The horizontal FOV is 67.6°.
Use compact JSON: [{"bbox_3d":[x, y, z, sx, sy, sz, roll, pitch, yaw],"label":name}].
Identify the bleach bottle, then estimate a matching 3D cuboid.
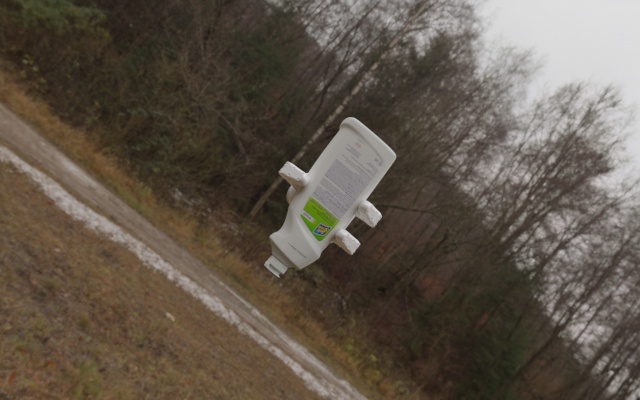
[{"bbox_3d":[0.000,0.002,0.715,0.102,0.251,0.068,40,-8,-5],"label":"bleach bottle"}]
